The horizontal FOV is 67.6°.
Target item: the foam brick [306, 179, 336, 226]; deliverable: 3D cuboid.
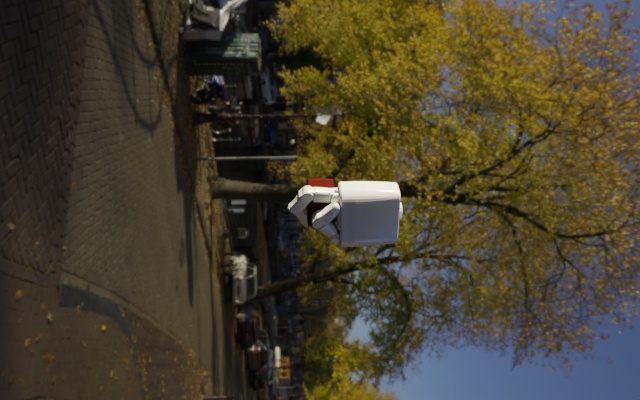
[{"bbox_3d":[0.000,0.003,0.877,0.051,0.053,0.078,-2,41,-3],"label":"foam brick"}]
